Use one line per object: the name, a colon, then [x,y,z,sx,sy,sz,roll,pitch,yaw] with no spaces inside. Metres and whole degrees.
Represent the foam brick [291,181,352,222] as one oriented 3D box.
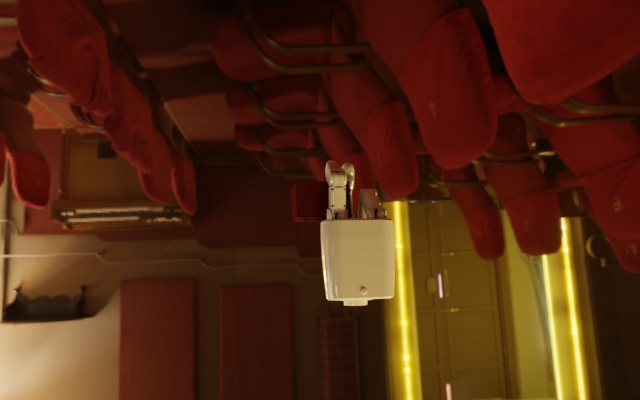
foam brick: [0.000,0.002,0.675,0.078,0.051,0.053,0,-8,-9]
